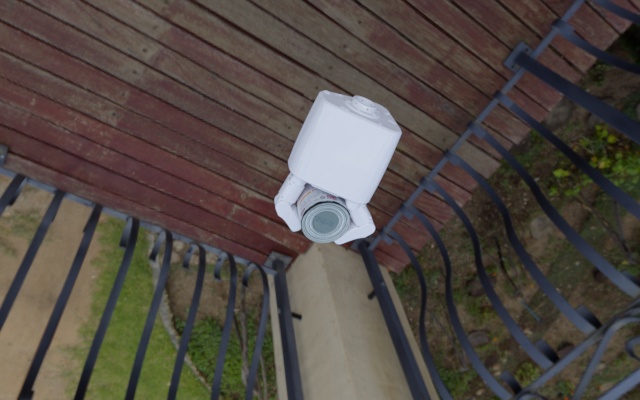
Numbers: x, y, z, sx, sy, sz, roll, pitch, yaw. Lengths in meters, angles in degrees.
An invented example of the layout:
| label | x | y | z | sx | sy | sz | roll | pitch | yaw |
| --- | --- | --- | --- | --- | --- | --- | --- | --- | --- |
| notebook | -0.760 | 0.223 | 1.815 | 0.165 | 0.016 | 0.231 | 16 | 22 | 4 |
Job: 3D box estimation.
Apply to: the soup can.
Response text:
| label | x | y | z | sx | sy | sz | roll | pitch | yaw |
| --- | --- | --- | --- | --- | --- | --- | --- | --- | --- |
| soup can | 0.000 | 0.003 | 0.659 | 0.068 | 0.068 | 0.102 | 0 | 33 | -10 |
